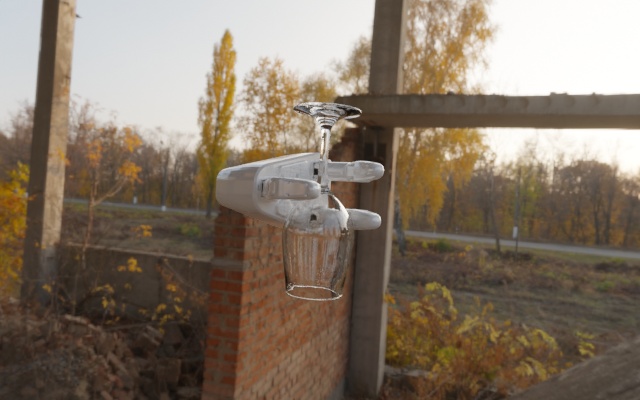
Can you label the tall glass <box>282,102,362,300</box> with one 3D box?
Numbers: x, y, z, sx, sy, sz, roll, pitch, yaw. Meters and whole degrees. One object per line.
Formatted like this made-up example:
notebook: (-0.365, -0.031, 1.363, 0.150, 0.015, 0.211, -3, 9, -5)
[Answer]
tall glass: (0.000, 0.001, 0.516, 0.079, 0.201, 0.079, 4, 0, 0)
